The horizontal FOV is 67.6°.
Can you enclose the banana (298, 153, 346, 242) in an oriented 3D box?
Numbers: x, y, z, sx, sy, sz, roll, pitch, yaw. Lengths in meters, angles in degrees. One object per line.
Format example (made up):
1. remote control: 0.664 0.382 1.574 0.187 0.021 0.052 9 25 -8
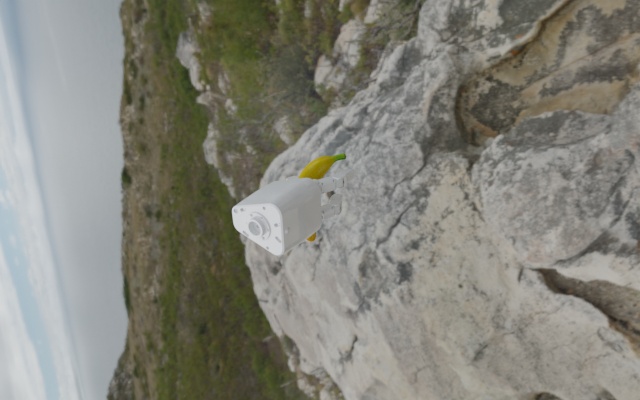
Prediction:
1. banana: -0.016 -0.006 0.875 0.069 0.198 0.037 19 32 -2
